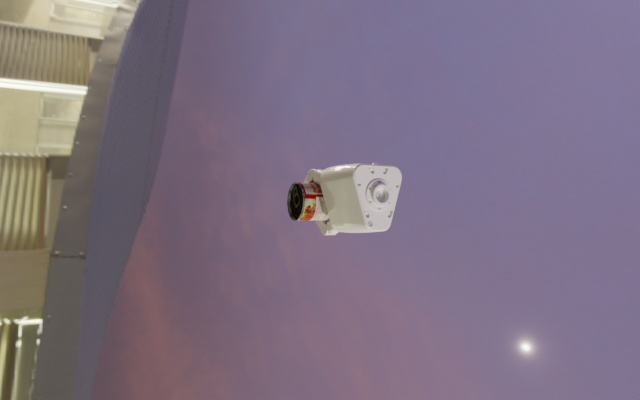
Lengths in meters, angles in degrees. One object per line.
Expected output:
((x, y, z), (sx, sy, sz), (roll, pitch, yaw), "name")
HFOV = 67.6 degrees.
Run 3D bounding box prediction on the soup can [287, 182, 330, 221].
((0.000, 0.003, 0.859), (0.102, 0.068, 0.068), (1, -1, -27), "soup can")
